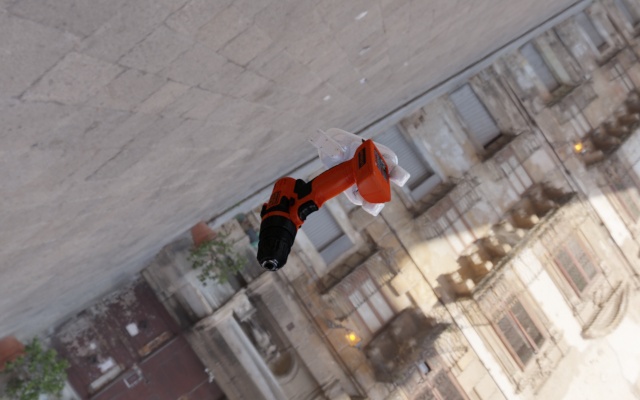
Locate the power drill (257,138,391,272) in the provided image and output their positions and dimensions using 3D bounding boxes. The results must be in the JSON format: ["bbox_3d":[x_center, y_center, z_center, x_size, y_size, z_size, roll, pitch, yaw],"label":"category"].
[{"bbox_3d":[0.001,0.002,0.645,0.188,0.057,0.184,-24,31,20],"label":"power drill"}]
